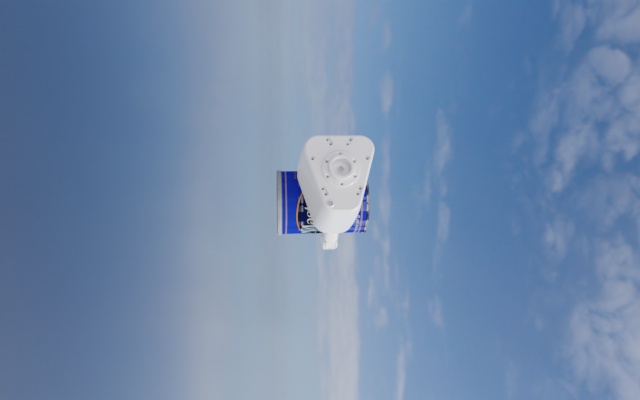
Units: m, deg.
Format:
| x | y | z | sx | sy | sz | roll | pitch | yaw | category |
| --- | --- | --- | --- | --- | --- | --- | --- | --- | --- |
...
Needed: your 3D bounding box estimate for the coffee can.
| x | y | z | sx | sy | sz | roll | pitch | yaw | category |
| --- | --- | --- | --- | --- | --- | --- | --- | --- | --- |
| 0.000 | 0.003 | 0.766 | 0.140 | 0.103 | 0.103 | -1 | 0 | -6 | coffee can |
